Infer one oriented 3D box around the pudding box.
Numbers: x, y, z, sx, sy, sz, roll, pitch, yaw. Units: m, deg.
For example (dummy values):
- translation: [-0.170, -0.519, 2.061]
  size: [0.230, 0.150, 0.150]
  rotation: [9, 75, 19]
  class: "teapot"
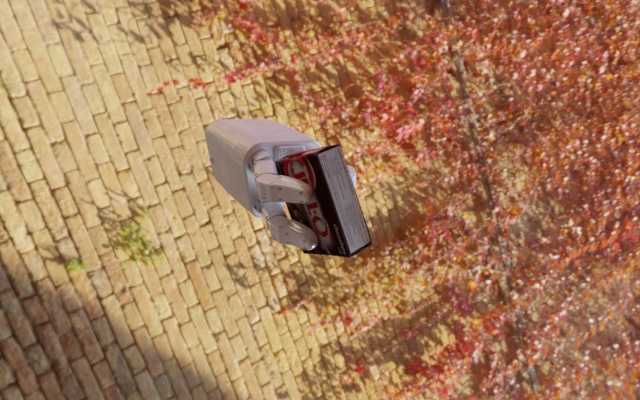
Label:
- translation: [0.000, 0.002, 0.507]
  size: [0.039, 0.113, 0.090]
  rotation: [-27, 12, -31]
  class: "pudding box"
